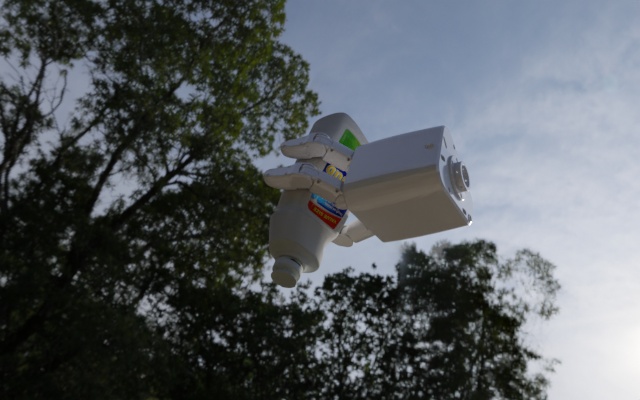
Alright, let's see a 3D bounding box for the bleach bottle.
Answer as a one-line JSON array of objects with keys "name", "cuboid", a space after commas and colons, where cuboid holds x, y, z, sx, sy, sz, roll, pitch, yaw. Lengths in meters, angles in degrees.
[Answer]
[{"name": "bleach bottle", "cuboid": [0.000, 0.002, 0.575, 0.068, 0.103, 0.250, -15, 36, 32]}]
